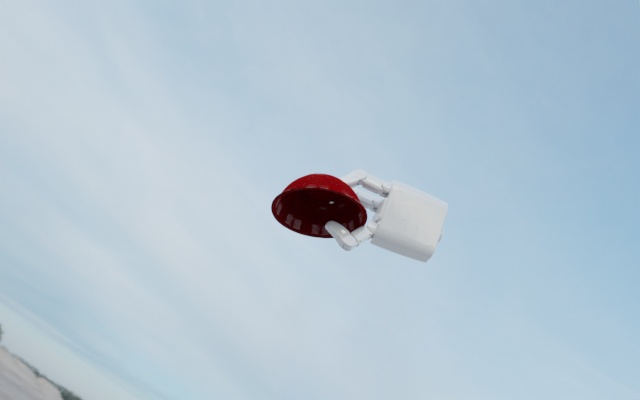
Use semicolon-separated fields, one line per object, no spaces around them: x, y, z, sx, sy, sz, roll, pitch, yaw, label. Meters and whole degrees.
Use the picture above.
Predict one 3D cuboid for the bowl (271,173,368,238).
-0.001;0.002;0.805;0.162;0.055;0.162;5;-32;3;bowl
